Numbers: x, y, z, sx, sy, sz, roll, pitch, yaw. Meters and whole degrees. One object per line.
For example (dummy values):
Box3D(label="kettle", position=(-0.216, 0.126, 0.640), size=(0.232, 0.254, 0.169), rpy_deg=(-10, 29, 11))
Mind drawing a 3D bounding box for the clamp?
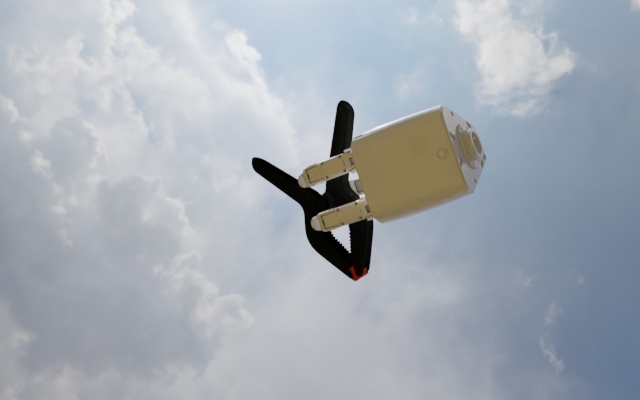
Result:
Box3D(label="clamp", position=(0.001, 0.002, 0.602), size=(0.164, 0.210, 0.036), rpy_deg=(-20, -2, 33))
